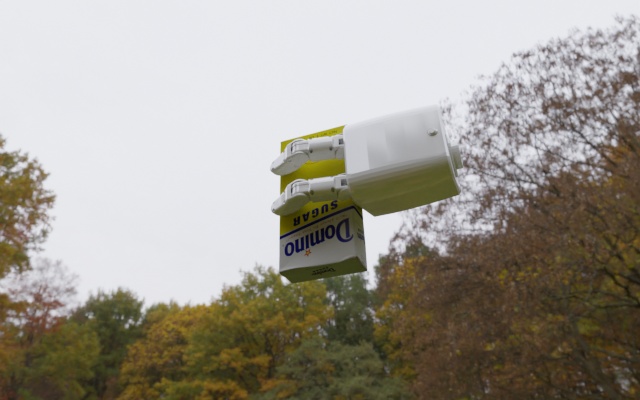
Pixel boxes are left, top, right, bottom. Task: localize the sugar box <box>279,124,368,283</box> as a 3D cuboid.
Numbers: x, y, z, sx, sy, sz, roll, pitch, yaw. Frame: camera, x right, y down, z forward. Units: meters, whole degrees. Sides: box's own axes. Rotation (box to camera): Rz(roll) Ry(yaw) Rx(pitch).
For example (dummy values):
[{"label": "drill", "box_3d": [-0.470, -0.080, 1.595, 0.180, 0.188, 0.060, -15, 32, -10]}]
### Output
[{"label": "sugar box", "box_3d": [0.000, 0.001, 0.559, 0.093, 0.176, 0.048, -13, -33, 18]}]
